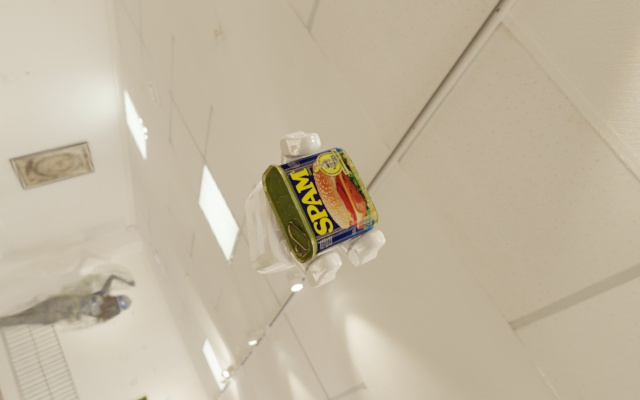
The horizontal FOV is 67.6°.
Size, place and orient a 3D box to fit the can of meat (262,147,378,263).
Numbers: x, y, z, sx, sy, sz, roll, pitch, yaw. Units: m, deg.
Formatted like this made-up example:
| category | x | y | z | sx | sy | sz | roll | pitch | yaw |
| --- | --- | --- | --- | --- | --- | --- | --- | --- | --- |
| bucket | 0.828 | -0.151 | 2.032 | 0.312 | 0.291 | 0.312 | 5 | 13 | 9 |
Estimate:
| category | x | y | z | sx | sy | sz | roll | pitch | yaw |
| --- | --- | --- | --- | --- | --- | --- | --- | --- | --- |
| can of meat | 0.000 | 0.001 | 0.496 | 0.084 | 0.102 | 0.057 | -21 | -9 | -28 |
